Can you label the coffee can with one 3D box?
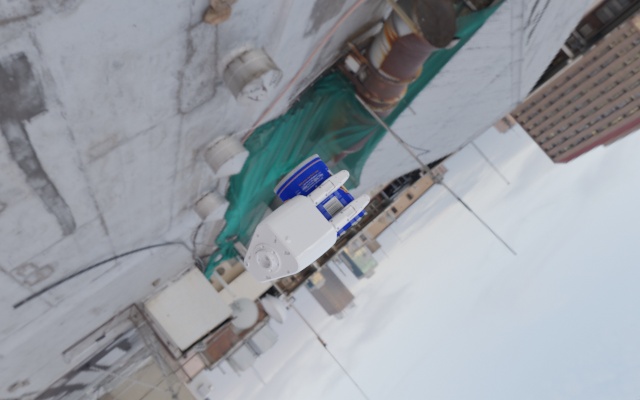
[{"bbox_3d":[0.000,0.003,0.853,0.103,0.140,0.103,-40,-4,-3],"label":"coffee can"}]
